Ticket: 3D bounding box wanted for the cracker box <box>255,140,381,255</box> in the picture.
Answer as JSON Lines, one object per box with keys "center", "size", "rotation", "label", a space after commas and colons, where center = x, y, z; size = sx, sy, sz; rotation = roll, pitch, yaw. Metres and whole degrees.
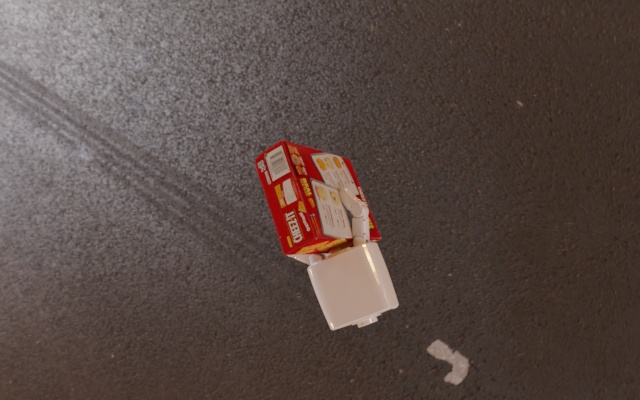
{"center": [0.000, 0.003, 0.791], "size": [0.072, 0.164, 0.214], "rotation": [-28, -18, 27], "label": "cracker box"}
